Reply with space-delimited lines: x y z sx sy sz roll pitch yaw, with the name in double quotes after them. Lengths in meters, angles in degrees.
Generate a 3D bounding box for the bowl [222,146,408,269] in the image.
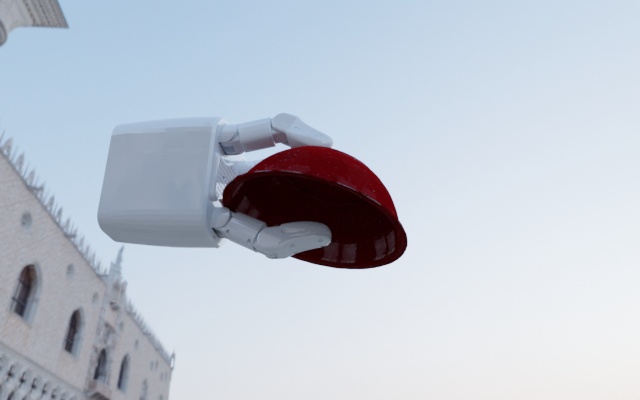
0.001 0.001 0.418 0.162 0.055 0.162 13 -29 8 "bowl"
